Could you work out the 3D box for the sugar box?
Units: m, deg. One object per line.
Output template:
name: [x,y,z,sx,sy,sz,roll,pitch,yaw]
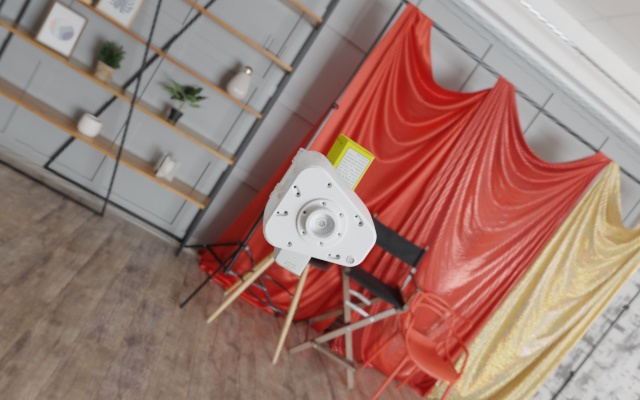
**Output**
sugar box: [0.000,0.002,0.617,0.048,0.176,0.093,33,9,-9]
